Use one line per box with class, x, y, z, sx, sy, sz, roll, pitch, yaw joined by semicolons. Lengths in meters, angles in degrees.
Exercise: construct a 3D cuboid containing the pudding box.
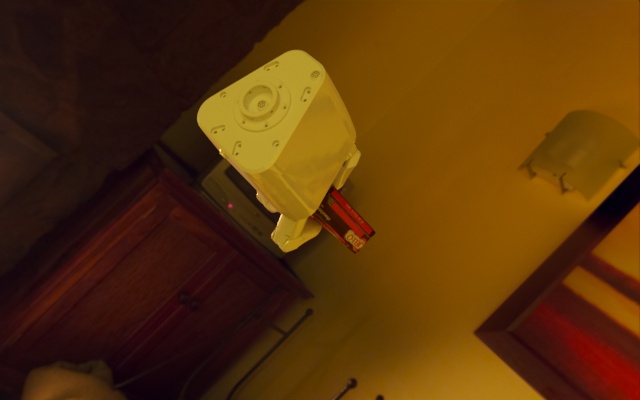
pudding box;0.000;0.002;0.535;0.090;0.039;0.113;47;-3;-36
